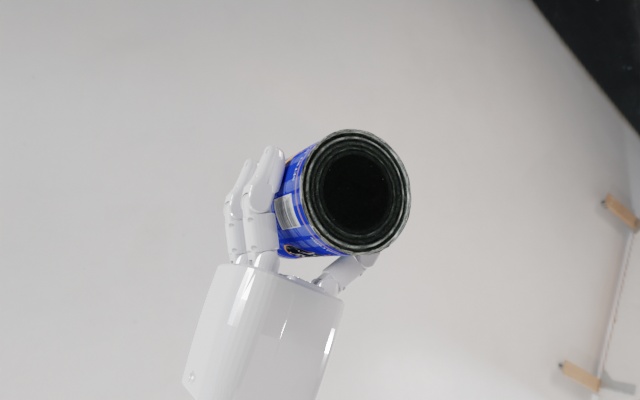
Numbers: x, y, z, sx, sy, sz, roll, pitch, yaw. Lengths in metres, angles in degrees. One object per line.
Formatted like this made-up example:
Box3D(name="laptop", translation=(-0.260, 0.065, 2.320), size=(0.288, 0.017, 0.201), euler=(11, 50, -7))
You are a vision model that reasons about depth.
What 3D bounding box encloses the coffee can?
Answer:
Box3D(name="coffee can", translation=(0.000, 0.001, 0.440), size=(0.103, 0.103, 0.140), euler=(0, -7, -26))
